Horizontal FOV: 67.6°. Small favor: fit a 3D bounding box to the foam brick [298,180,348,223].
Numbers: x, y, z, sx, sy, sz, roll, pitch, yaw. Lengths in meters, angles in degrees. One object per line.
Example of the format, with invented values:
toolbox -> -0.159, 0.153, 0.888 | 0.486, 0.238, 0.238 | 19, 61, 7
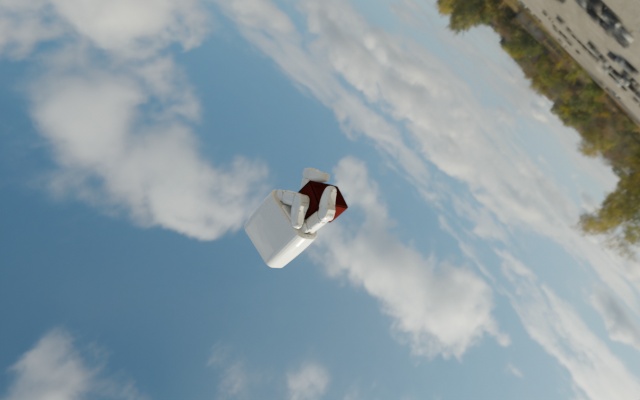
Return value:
foam brick -> 0.000, 0.003, 0.881 | 0.078, 0.053, 0.051 | 11, -45, -44
